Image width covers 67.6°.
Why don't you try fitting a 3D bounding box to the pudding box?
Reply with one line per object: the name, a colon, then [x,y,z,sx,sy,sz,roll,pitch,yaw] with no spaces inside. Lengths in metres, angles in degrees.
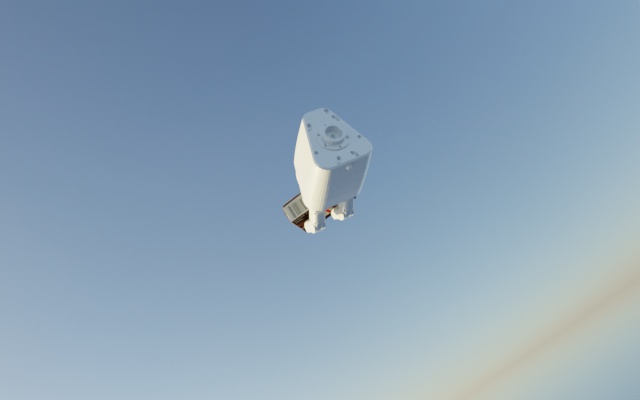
pudding box: [0.000,0.003,0.817,0.113,0.039,0.090,-34,-22,5]
